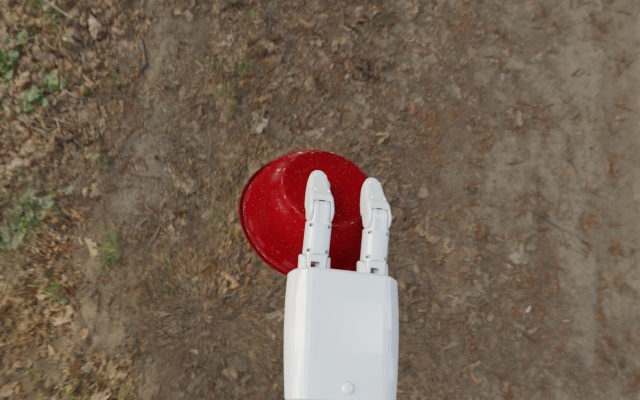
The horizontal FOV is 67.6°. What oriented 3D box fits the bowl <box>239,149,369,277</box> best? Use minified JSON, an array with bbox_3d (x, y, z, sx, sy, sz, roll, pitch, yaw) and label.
[{"bbox_3d":[0.000,0.000,0.491,0.162,0.162,0.055,0,-34,-17],"label":"bowl"}]
